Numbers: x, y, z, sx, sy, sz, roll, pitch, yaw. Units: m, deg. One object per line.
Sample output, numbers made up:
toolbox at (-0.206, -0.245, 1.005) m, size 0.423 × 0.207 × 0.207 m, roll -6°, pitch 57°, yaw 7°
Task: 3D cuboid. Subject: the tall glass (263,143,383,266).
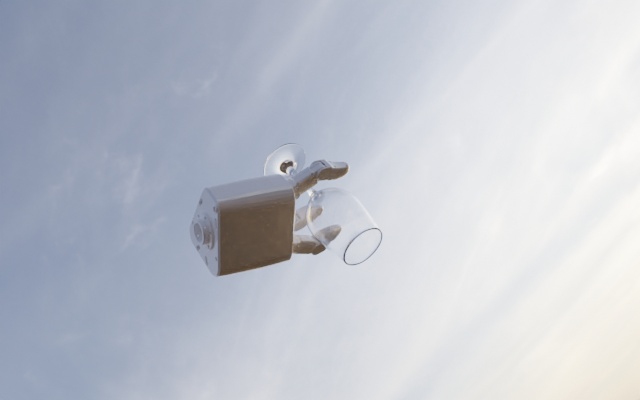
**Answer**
tall glass at (0.000, 0.002, 0.665) m, size 0.079 × 0.079 × 0.201 m, roll 0°, pitch 35°, yaw -43°
